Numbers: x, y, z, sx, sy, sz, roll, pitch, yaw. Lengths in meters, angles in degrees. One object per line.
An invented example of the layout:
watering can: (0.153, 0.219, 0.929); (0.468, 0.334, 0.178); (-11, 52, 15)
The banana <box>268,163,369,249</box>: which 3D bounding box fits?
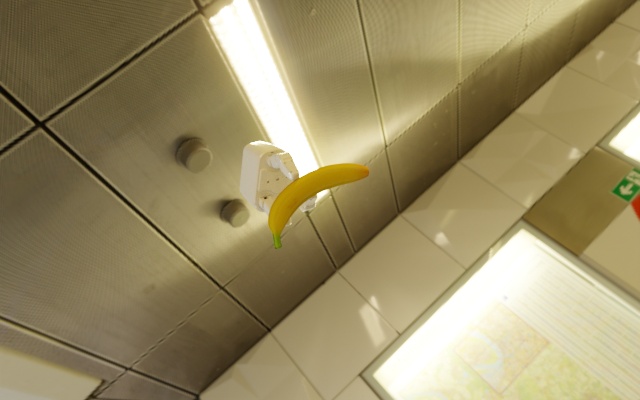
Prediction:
banana: (-0.014, -0.010, 0.760); (0.198, 0.069, 0.037); (-39, 0, -10)
